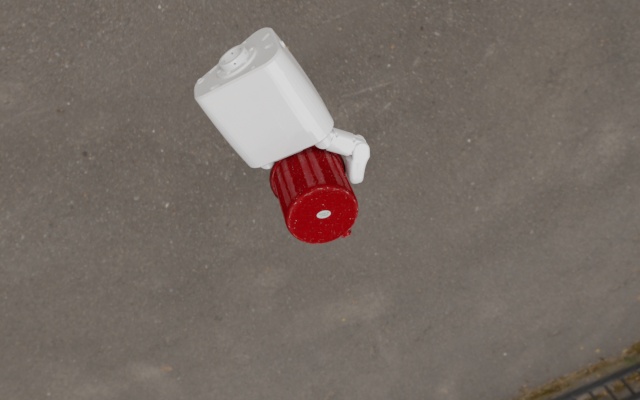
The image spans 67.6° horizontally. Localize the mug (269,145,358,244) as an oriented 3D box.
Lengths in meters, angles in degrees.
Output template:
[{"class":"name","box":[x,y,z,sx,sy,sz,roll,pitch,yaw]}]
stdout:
[{"class":"mug","box":[0.001,0.003,0.547,0.093,0.117,0.081,-32,38,9]}]
